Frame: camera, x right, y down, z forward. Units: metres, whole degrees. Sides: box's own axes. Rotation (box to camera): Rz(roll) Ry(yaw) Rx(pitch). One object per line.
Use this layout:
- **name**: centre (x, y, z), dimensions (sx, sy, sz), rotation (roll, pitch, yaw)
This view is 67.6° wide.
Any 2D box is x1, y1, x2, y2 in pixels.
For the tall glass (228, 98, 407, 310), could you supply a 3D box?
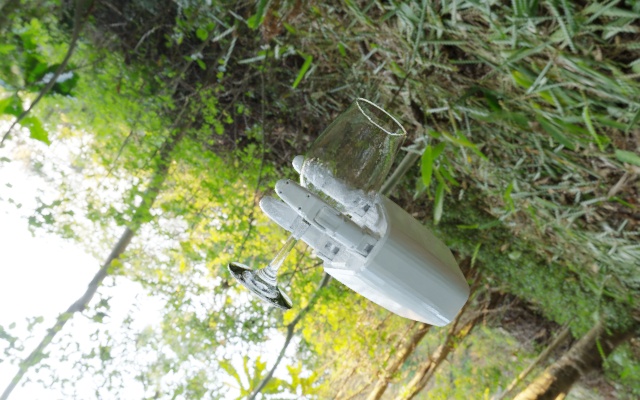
- **tall glass**: centre (0.000, 0.002, 0.457), dimensions (0.079, 0.201, 0.079), rotation (35, 1, -1)
